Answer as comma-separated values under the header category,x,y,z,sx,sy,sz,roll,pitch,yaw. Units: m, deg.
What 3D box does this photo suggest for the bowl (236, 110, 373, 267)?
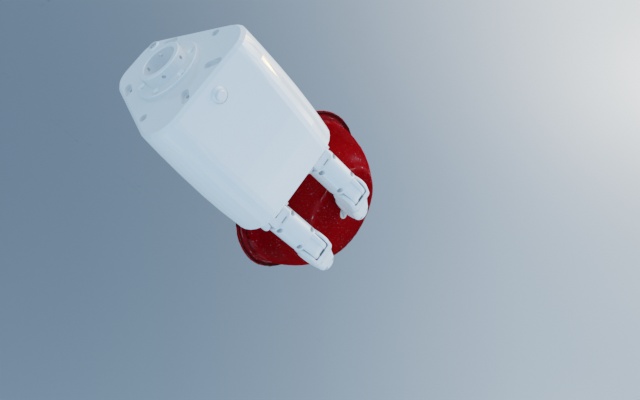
category,x,y,z,sx,sy,sz,roll,pitch,yaw
bowl,0.001,0.002,0.448,0.055,0.162,0.162,28,16,32
